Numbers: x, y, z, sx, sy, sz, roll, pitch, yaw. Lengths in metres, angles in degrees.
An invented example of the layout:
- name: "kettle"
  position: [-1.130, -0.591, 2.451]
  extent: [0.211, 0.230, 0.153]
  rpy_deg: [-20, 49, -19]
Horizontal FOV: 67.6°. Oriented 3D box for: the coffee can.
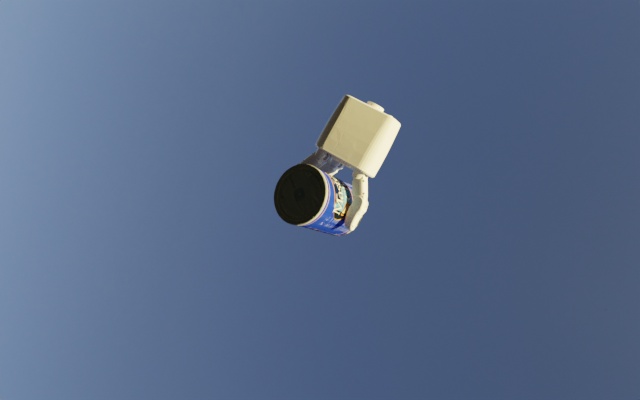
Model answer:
- name: "coffee can"
  position: [0.000, 0.003, 0.836]
  extent: [0.103, 0.103, 0.140]
  rpy_deg: [0, -11, 31]
